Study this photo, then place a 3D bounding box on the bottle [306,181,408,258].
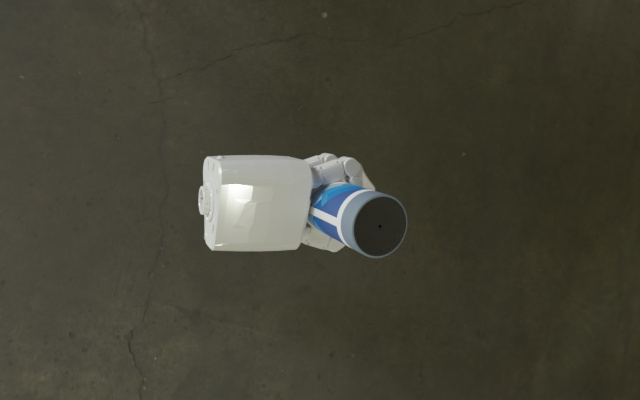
[{"bbox_3d":[0.000,0.002,0.614,0.069,0.069,0.295,0,10,-25],"label":"bottle"}]
